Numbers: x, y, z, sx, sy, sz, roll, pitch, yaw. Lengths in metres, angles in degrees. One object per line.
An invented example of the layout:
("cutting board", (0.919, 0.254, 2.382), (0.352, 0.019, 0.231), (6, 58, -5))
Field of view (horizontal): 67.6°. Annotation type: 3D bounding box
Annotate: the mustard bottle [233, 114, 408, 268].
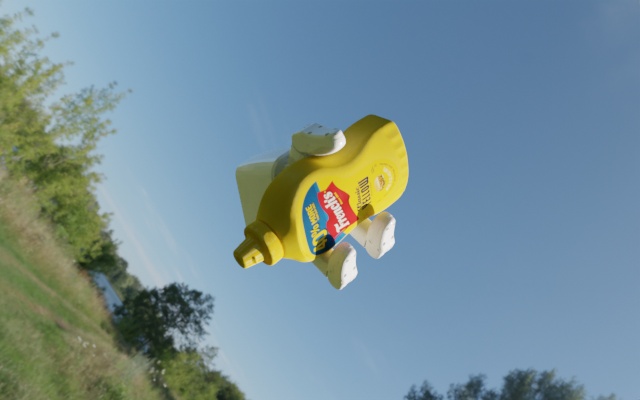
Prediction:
("mustard bottle", (0.000, 0.001, 0.447), (0.191, 0.096, 0.058), (-35, 44, -27))
